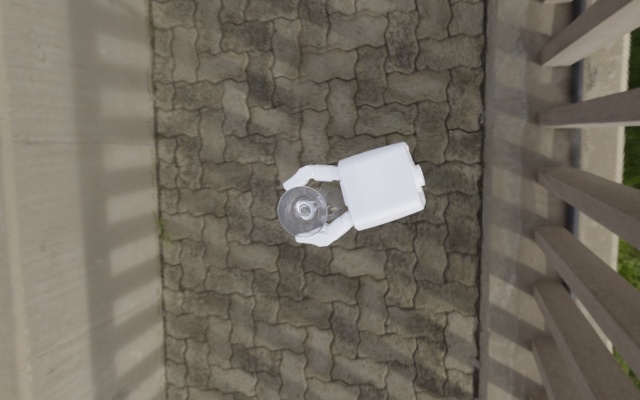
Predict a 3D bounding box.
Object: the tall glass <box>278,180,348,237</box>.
[{"bbox_3d":[0.000,0.003,0.773,0.079,0.079,0.201,0,8,15],"label":"tall glass"}]
